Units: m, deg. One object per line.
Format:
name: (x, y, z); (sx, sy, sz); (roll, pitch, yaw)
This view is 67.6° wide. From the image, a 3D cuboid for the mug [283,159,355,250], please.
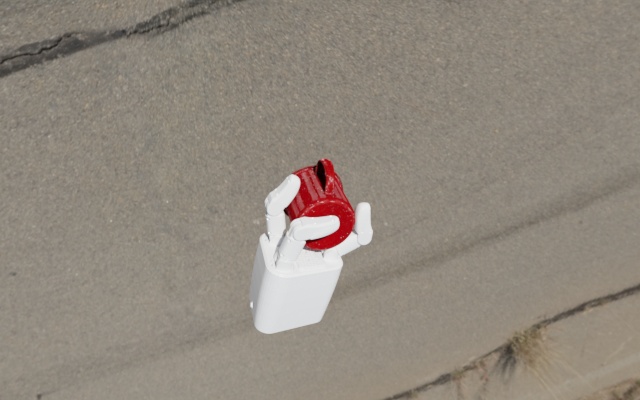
mug: (0.001, 0.001, 0.634); (0.093, 0.117, 0.081); (4, 30, -20)
